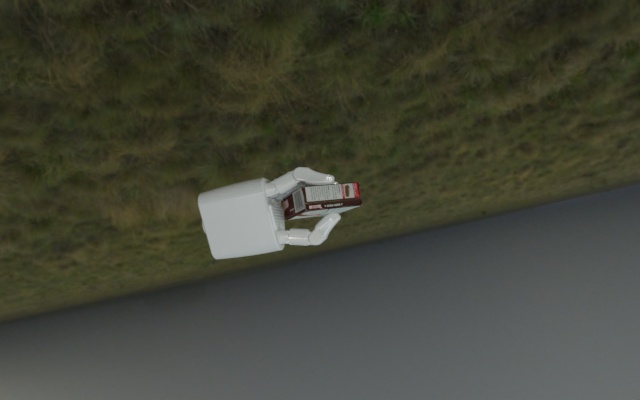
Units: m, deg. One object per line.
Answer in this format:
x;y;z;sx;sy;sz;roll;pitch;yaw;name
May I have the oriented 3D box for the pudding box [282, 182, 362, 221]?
0.000;0.003;0.718;0.090;0.039;0.113;-6;-5;-19;pudding box
